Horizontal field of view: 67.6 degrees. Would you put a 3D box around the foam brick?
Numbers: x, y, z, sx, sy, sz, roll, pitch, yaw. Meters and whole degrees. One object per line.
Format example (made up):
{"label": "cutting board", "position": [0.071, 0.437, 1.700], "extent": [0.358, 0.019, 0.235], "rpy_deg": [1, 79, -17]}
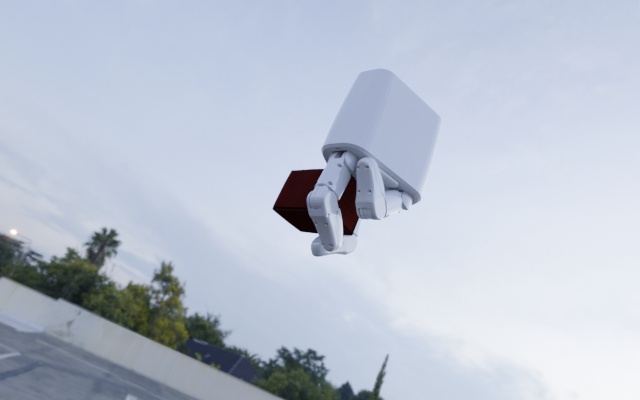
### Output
{"label": "foam brick", "position": [0.000, 0.002, 0.509], "extent": [0.078, 0.051, 0.053], "rpy_deg": [1, -31, 40]}
